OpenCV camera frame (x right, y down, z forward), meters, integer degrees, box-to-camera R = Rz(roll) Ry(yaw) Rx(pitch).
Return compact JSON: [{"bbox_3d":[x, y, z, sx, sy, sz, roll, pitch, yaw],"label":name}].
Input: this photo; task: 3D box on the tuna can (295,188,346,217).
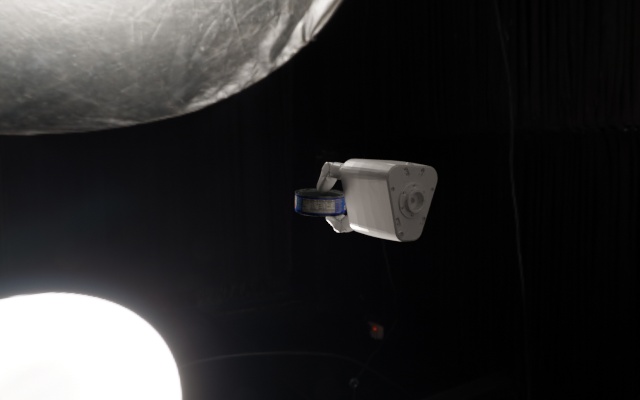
[{"bbox_3d":[0.000,0.003,0.787,0.086,0.034,0.086,2,10,0],"label":"tuna can"}]
